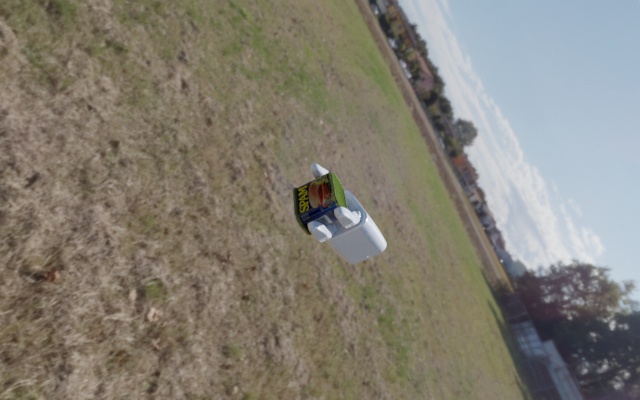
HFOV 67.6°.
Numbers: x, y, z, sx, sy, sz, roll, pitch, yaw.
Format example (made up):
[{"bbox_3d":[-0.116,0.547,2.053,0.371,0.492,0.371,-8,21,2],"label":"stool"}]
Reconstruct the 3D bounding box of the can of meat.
[{"bbox_3d":[0.000,0.003,0.885,0.084,0.102,0.057,-26,-50,16],"label":"can of meat"}]
